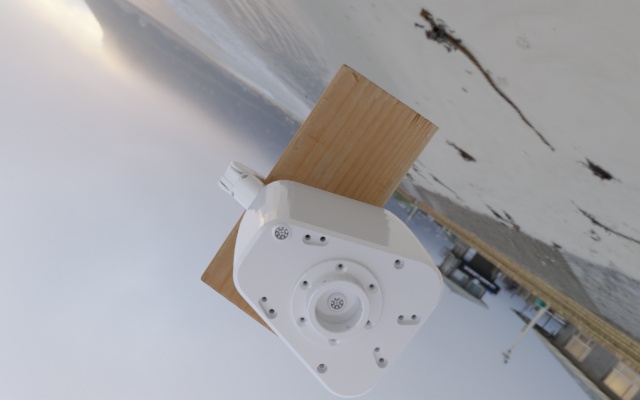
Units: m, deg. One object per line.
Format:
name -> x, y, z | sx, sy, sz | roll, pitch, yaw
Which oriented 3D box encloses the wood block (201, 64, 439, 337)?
wood block -> 0.000, 0.001, 0.414 | 0.091, 0.206, 0.090 | 35, 7, 3
